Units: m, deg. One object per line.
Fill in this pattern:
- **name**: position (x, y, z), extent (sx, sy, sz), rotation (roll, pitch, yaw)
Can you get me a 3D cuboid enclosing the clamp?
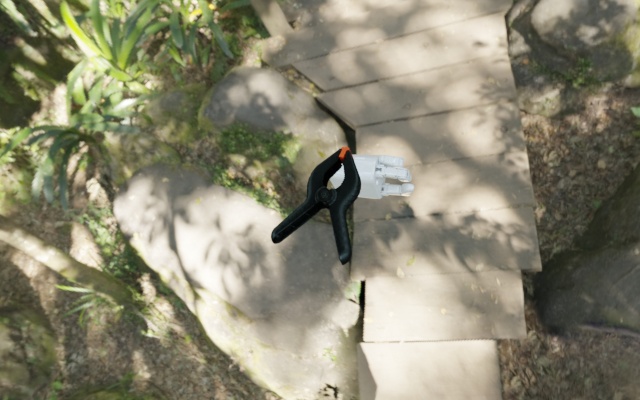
- **clamp**: position (0.000, 0.002, 0.679), extent (0.120, 0.171, 0.039), rotation (8, -24, 14)
